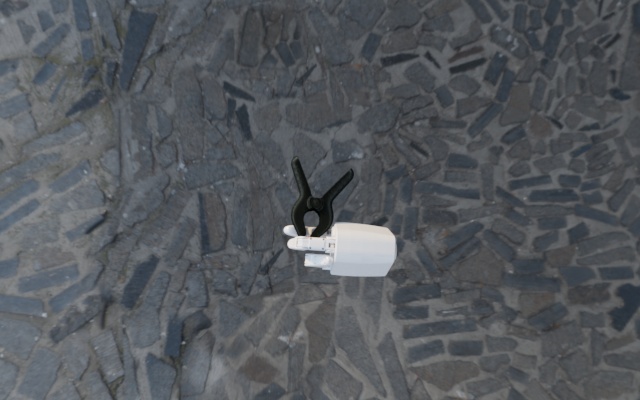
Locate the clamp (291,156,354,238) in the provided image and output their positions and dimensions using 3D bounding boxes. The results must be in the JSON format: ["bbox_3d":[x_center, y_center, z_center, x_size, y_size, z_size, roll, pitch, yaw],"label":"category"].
[{"bbox_3d":[0.000,0.003,0.892,0.120,0.171,0.039,3,-10,2],"label":"clamp"}]
